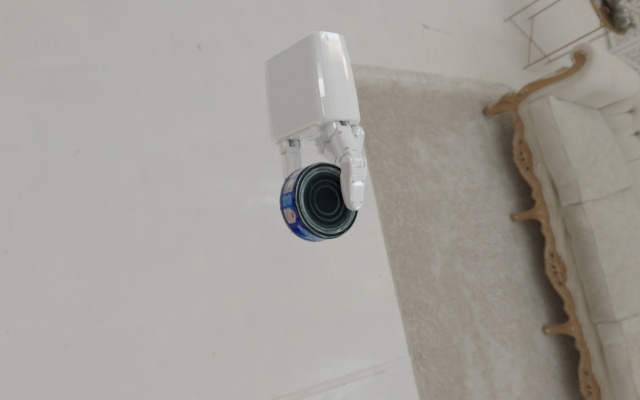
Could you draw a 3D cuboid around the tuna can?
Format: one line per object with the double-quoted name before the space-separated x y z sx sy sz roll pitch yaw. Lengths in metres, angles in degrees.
"tuna can" 0.000 0.002 0.526 0.086 0.086 0.034 0 -8 -33
